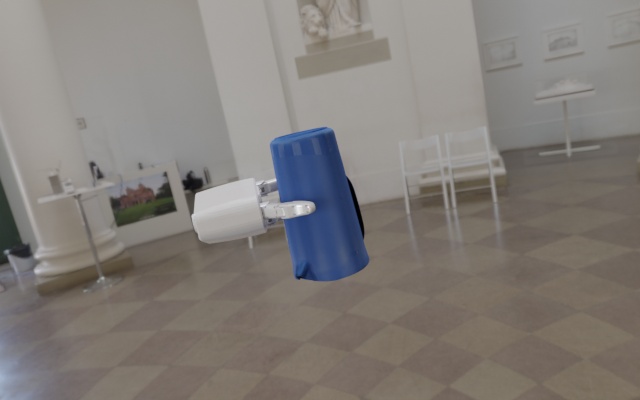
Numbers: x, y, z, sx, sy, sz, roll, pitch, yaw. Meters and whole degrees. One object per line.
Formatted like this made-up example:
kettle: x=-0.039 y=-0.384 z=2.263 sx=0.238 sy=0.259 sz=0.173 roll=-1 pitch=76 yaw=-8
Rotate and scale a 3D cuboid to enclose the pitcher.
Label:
pitcher: x=0.000 y=0.003 z=0.807 sx=0.145 sy=0.243 sz=0.149 roll=-13 pitch=11 yaw=-3
